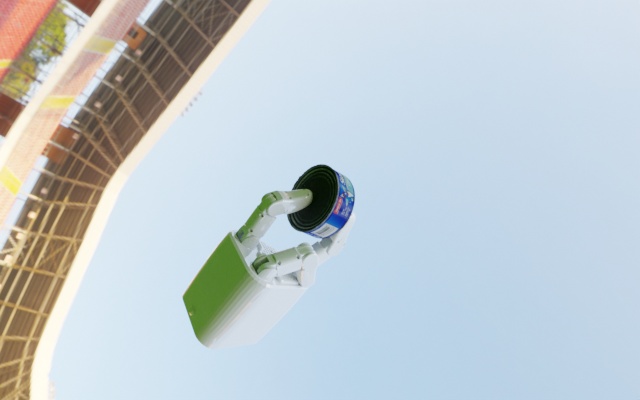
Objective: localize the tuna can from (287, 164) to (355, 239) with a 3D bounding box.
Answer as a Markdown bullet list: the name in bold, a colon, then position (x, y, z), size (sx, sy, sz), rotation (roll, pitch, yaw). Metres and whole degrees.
- **tuna can**: position (0.001, 0.002, 0.576), size (0.034, 0.086, 0.086), rotation (26, -18, -40)
